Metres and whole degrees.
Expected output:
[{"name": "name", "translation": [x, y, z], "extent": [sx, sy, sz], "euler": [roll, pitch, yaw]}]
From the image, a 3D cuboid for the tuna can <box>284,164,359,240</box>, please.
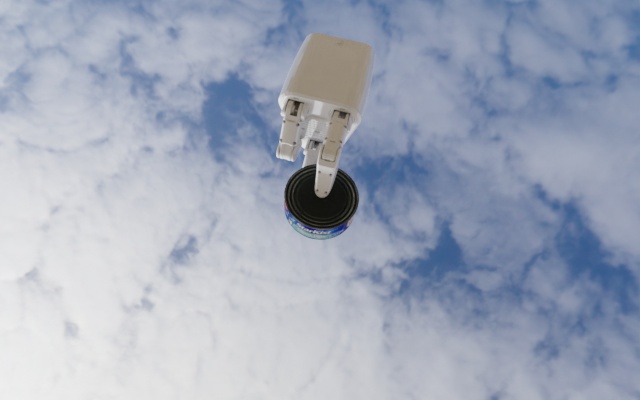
[{"name": "tuna can", "translation": [0.000, 0.002, 0.557], "extent": [0.086, 0.086, 0.034], "euler": [0, -29, -6]}]
